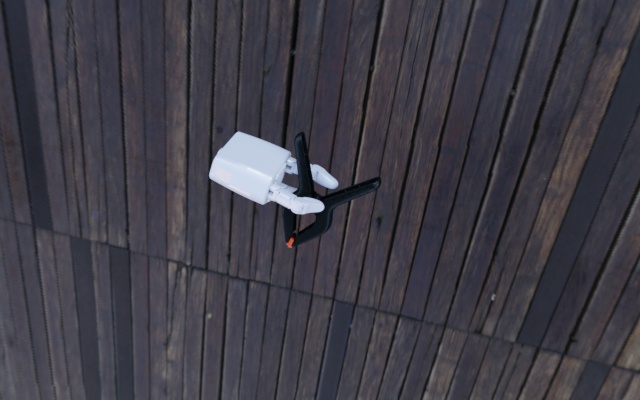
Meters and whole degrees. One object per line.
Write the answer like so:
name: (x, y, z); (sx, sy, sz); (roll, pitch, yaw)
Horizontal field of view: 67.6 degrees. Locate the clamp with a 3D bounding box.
clamp: (0.000, 0.003, 0.844); (0.164, 0.210, 0.036); (25, 26, 4)
